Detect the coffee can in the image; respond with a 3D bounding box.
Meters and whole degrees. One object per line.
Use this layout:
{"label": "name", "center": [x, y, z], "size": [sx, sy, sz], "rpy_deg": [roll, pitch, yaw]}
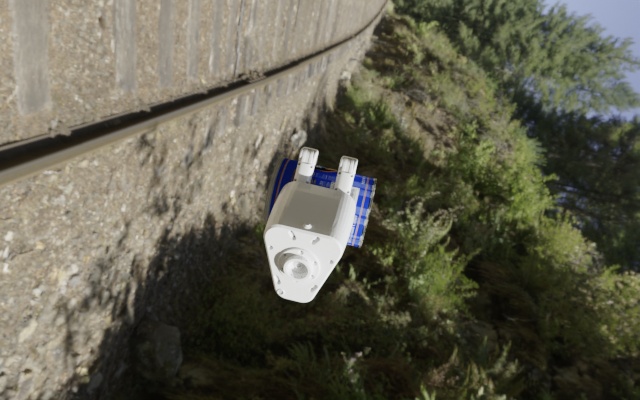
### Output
{"label": "coffee can", "center": [0.000, 0.002, 0.685], "size": [0.140, 0.103, 0.103], "rpy_deg": [13, 1, 3]}
